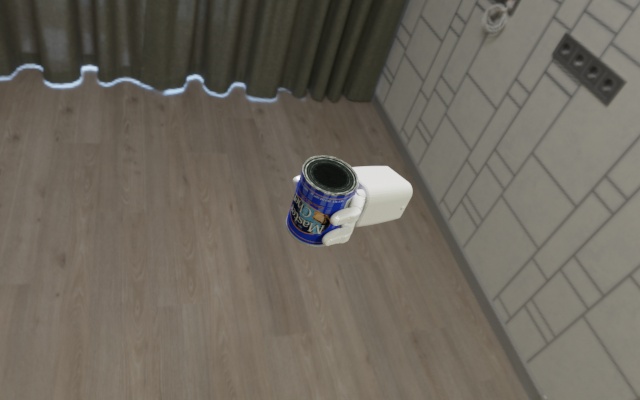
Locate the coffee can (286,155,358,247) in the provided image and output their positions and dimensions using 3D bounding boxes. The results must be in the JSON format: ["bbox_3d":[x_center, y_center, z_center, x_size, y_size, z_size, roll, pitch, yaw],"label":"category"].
[{"bbox_3d":[0.000,0.003,0.880,0.103,0.102,0.140,0,-44,-21],"label":"coffee can"}]
